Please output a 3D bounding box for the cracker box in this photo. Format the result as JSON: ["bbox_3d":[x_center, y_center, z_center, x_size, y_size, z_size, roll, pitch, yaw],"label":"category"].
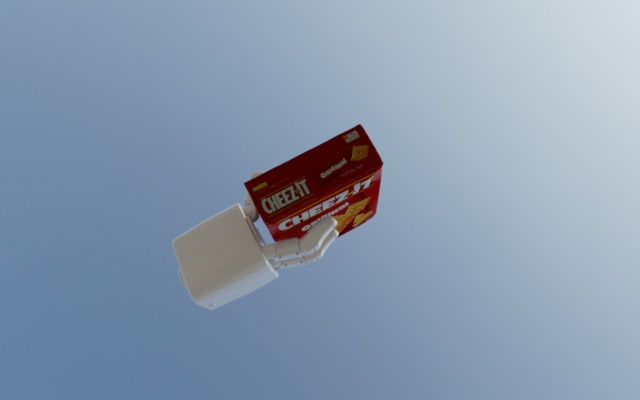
[{"bbox_3d":[0.000,0.002,0.672,0.164,0.072,0.214,-28,-18,-5],"label":"cracker box"}]
